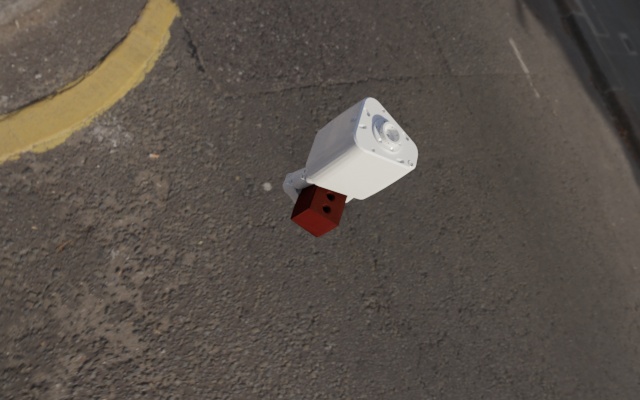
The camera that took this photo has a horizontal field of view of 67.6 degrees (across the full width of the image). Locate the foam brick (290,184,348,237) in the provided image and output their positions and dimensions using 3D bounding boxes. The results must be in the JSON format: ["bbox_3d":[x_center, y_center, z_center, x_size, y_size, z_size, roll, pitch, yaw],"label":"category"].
[{"bbox_3d":[0.000,0.003,0.686,0.053,0.078,0.051,34,-37,-22],"label":"foam brick"}]
